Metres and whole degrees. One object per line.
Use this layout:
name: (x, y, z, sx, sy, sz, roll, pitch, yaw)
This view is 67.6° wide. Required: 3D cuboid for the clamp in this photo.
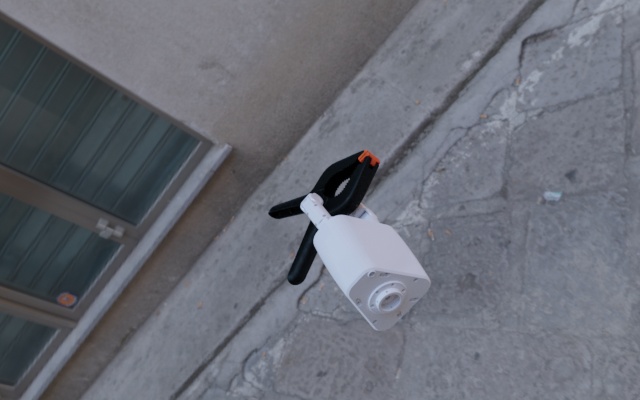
clamp: (0.000, 0.002, 0.710, 0.036, 0.210, 0.164, 31, 15, -37)
